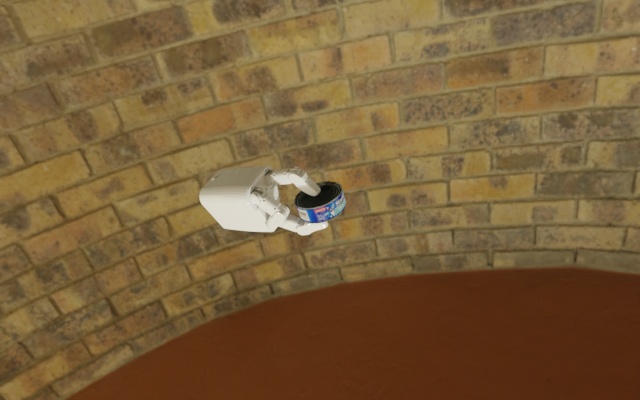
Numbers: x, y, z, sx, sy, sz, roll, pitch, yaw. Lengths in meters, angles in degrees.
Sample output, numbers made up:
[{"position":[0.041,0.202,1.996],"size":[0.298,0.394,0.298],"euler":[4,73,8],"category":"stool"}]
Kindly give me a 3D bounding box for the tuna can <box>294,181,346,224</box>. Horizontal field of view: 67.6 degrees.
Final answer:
[{"position":[0.000,0.003,0.825],"size":[0.086,0.034,0.086],"euler":[-15,28,8],"category":"tuna can"}]
